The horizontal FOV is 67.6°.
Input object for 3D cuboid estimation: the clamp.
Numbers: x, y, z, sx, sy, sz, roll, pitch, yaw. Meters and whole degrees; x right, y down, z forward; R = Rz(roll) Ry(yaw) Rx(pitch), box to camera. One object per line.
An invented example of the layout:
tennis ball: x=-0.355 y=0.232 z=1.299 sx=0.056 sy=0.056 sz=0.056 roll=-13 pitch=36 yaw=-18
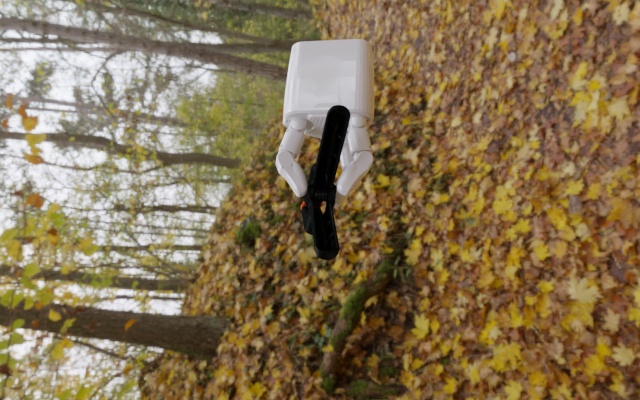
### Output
clamp: x=-0.001 y=0.002 z=0.579 sx=0.036 sy=0.164 sz=0.210 roll=7 pitch=-17 yaw=-7
